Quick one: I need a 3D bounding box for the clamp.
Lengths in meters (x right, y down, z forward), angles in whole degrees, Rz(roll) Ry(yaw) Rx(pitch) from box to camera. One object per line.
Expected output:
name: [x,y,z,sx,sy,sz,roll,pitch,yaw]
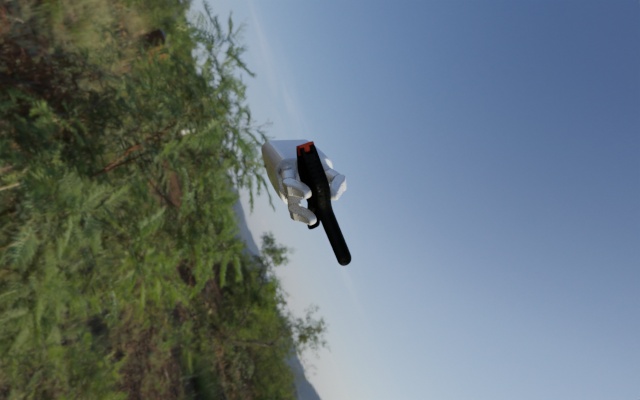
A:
clamp: [0.001,0.002,0.819,0.036,0.210,0.164,-21,35,-16]
